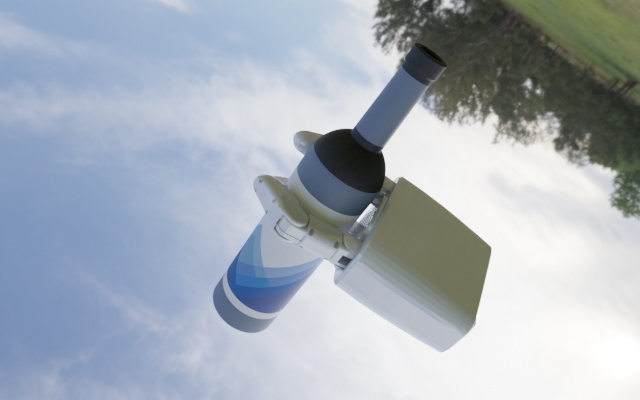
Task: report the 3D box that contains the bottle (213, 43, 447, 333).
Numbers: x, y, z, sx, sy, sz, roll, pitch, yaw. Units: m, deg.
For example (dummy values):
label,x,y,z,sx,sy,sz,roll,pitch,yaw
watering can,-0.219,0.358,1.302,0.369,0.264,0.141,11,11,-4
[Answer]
label,x,y,z,sx,sy,sz,roll,pitch,yaw
bottle,0.000,0.001,0.402,0.069,0.069,0.296,0,-44,-46
